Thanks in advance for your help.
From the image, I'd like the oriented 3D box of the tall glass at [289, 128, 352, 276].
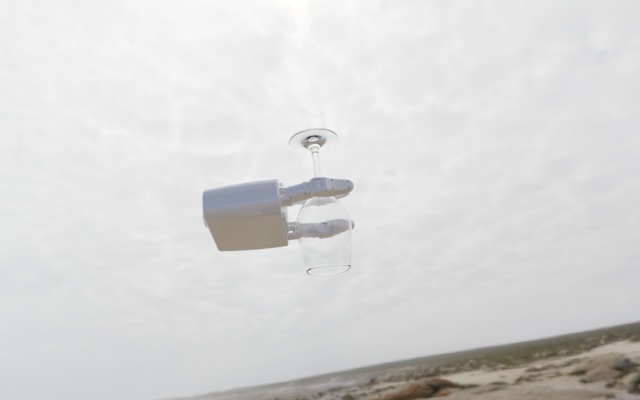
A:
[{"bbox_3d":[0.000,0.002,0.682,0.079,0.201,0.079,-6,-20,-2],"label":"tall glass"}]
